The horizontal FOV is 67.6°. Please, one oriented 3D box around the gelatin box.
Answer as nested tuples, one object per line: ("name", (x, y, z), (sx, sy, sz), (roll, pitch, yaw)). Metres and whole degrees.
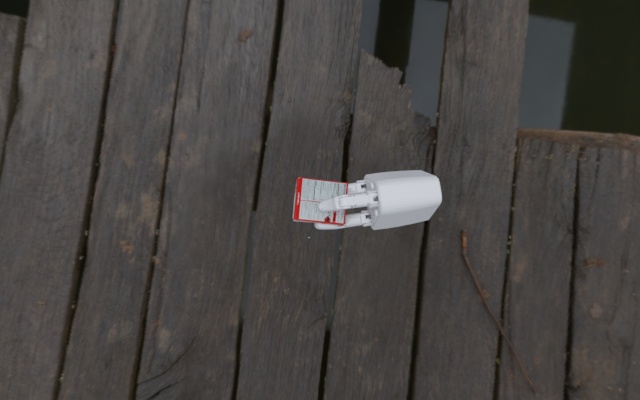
("gelatin box", (0.000, 0.003, 0.810), (0.089, 0.073, 0.030), (6, -6, -9))
